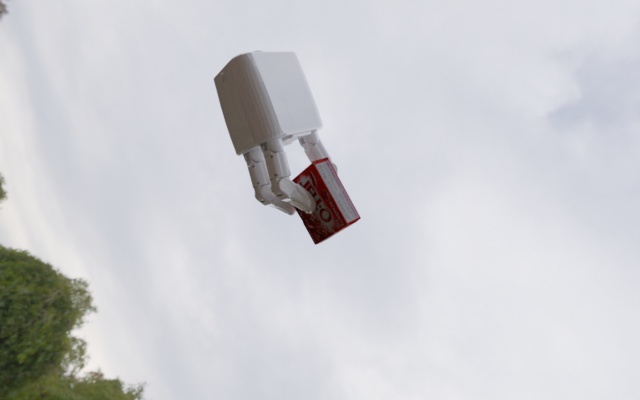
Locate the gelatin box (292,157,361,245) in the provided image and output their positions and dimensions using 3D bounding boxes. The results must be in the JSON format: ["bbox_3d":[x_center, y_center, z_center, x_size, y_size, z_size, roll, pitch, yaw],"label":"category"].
[{"bbox_3d":[0.001,0.002,0.598,0.030,0.089,0.073,-24,-8,-41],"label":"gelatin box"}]
